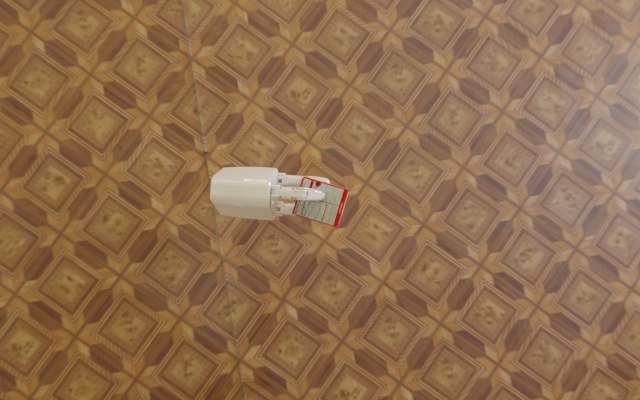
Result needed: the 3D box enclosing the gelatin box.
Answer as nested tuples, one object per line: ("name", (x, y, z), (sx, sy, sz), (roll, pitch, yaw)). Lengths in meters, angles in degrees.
("gelatin box", (0.000, 0.003, 0.879), (0.089, 0.073, 0.030), (16, -2, 7))
